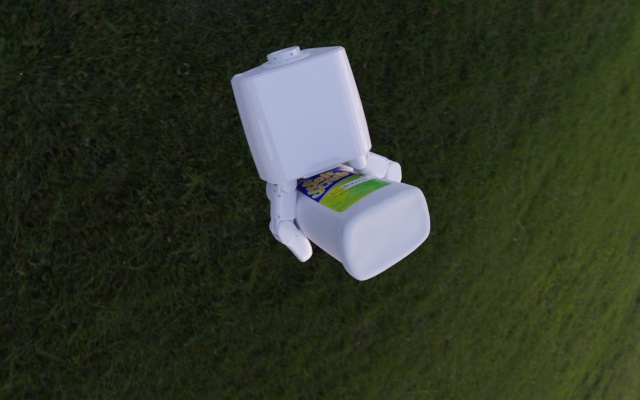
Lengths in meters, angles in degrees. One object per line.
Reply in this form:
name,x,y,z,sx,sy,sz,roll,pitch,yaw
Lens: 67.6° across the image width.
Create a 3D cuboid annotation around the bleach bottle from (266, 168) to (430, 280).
bleach bottle,0.000,0.002,0.532,0.102,0.068,0.250,-27,26,-23
